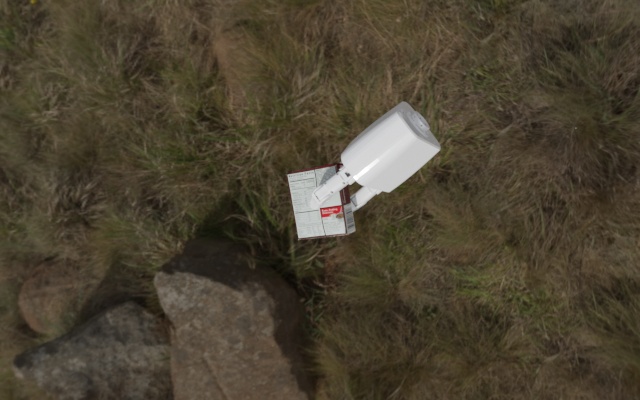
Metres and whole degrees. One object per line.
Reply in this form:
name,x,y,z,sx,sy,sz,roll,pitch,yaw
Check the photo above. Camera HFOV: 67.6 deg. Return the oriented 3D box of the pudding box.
pudding box,0.000,0.002,0.759,0.090,0.113,0.039,-8,3,26
